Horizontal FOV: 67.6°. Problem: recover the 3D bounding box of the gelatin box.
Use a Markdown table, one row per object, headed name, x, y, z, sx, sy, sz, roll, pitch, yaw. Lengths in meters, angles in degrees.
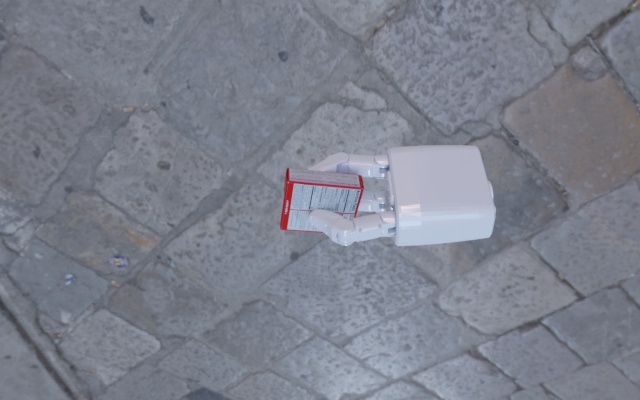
| name | x | y | z | sx | sy | sz | roll | pitch | yaw |
| --- | --- | --- | --- | --- | --- | --- | --- | --- | --- |
| gelatin box | 0.000 | 0.002 | 0.556 | 0.089 | 0.073 | 0.030 | 4 | 39 | -9 |
